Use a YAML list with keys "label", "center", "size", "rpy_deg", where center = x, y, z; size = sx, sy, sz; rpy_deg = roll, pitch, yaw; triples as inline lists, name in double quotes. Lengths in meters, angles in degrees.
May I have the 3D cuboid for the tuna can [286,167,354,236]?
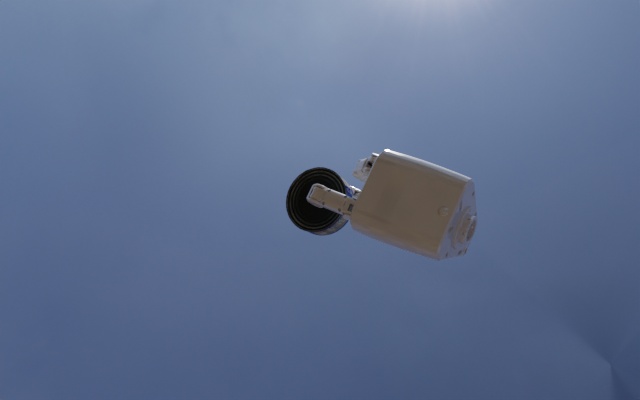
- label: "tuna can"
  center: [0.000, 0.002, 0.624]
  size: [0.086, 0.086, 0.034]
  rpy_deg: [0, -14, 26]
